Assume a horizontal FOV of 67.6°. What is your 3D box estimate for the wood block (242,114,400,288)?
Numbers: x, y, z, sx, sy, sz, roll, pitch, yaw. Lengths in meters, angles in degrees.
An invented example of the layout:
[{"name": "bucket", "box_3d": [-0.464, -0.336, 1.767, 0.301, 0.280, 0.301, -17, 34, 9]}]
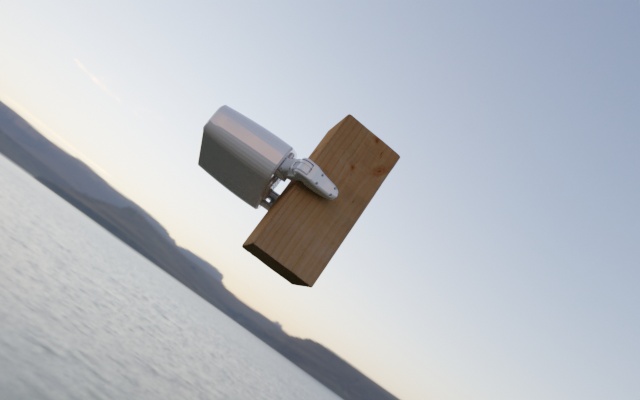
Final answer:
[{"name": "wood block", "box_3d": [0.000, 0.002, 0.622, 0.090, 0.206, 0.091, 38, -17, -10]}]
